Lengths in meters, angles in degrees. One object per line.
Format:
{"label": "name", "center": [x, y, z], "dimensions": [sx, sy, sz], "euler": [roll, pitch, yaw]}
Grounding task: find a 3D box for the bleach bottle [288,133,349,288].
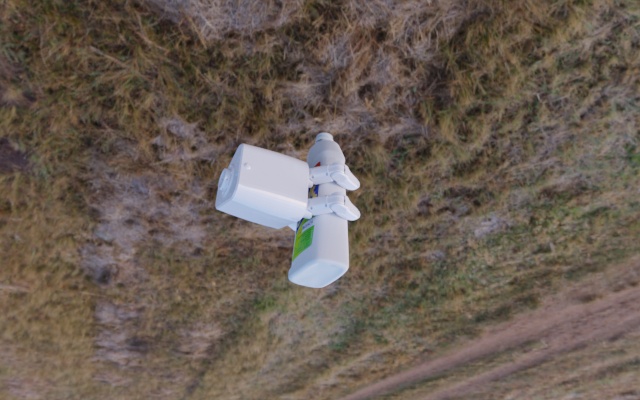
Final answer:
{"label": "bleach bottle", "center": [0.000, 0.002, 0.758], "dimensions": [0.068, 0.250, 0.103], "euler": [17, -36, -23]}
